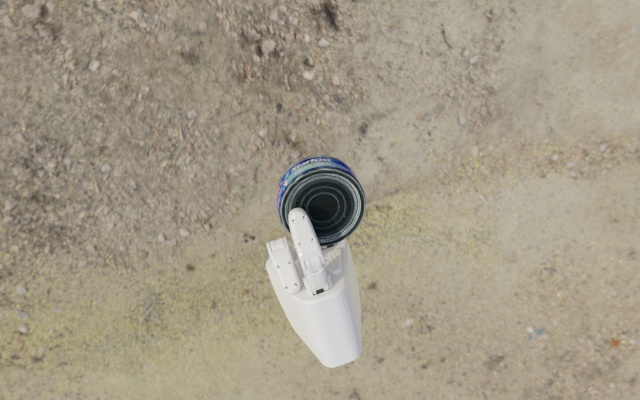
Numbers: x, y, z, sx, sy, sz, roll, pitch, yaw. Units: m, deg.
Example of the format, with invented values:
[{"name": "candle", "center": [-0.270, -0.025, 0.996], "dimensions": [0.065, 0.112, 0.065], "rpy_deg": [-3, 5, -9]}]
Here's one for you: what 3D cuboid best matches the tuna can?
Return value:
[{"name": "tuna can", "center": [0.000, 0.002, 0.466], "dimensions": [0.086, 0.086, 0.033], "rpy_deg": [0, 25, -11]}]
